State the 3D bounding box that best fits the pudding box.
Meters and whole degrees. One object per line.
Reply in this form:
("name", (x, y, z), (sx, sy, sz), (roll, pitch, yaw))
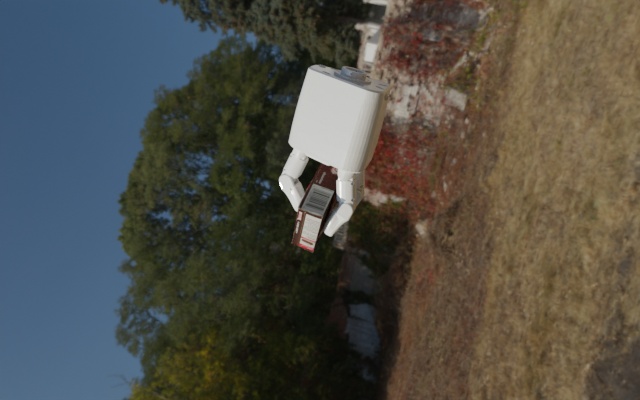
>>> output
("pudding box", (0.000, 0.002, 0.671), (0.039, 0.113, 0.090), (22, -37, 7))
